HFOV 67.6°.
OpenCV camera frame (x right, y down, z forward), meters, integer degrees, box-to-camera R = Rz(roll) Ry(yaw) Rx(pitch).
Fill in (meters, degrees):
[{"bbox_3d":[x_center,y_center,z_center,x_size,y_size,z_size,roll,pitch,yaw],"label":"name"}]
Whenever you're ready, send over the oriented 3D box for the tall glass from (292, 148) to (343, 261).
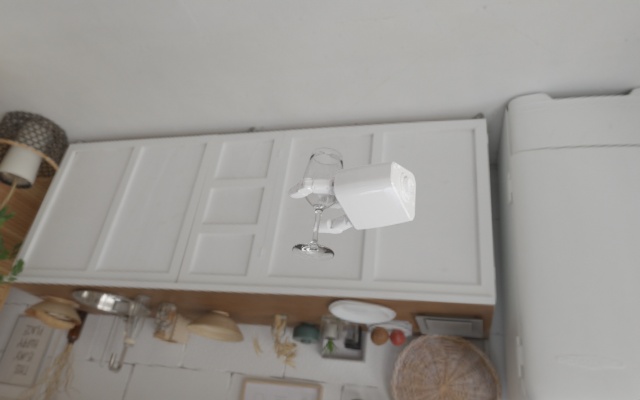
[{"bbox_3d":[0.000,0.003,0.872,0.079,0.201,0.079,6,-27,3],"label":"tall glass"}]
